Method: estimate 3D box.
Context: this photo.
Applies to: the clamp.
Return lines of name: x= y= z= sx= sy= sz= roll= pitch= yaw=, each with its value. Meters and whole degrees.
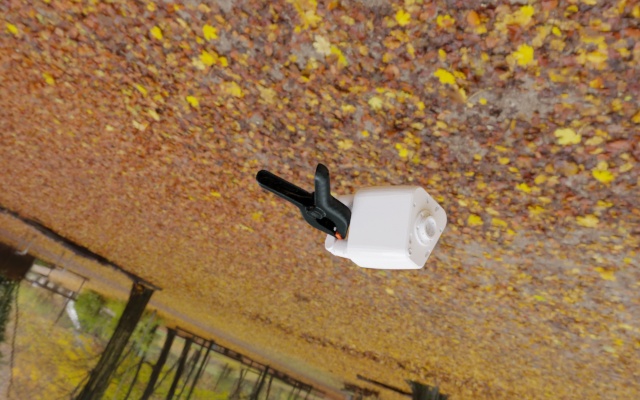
clamp: x=0.000 y=0.003 z=0.689 sx=0.120 sy=0.039 sz=0.171 roll=-4 pitch=-34 yaw=47
